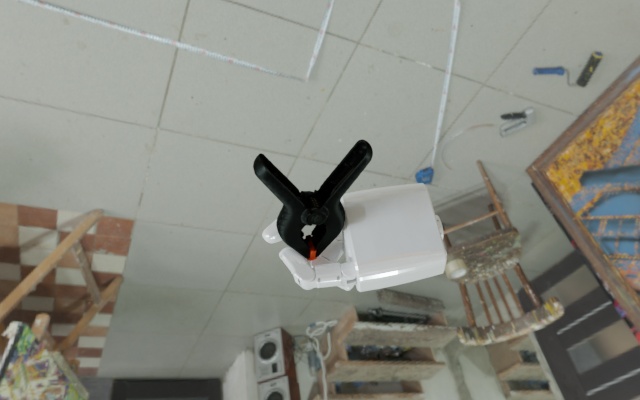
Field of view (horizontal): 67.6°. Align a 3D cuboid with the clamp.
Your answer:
[{"bbox_3d":[0.000,0.002,0.522,0.120,0.039,0.172,-10,-39,-2],"label":"clamp"}]
